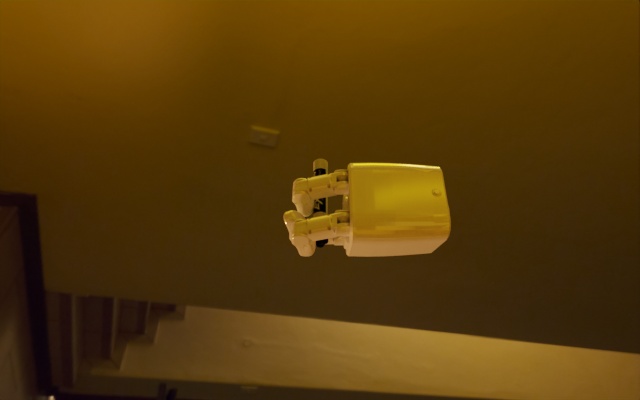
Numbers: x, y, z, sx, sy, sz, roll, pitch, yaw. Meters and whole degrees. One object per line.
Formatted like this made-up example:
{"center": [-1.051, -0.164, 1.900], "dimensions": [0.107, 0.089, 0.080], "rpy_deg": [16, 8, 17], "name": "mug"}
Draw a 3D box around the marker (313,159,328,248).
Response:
{"center": [0.000, 0.002, 0.586], "dimensions": [0.020, 0.121, 0.020], "rpy_deg": [0, -33, 0], "name": "marker"}
